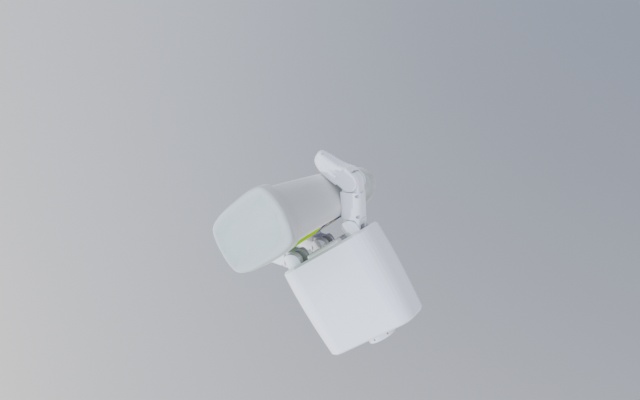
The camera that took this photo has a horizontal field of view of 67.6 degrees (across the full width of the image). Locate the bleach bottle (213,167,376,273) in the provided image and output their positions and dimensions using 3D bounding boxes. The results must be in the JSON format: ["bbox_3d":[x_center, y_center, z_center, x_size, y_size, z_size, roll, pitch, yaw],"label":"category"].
[{"bbox_3d":[0.000,0.002,0.546,0.102,0.068,0.251,-33,-6,37],"label":"bleach bottle"}]
